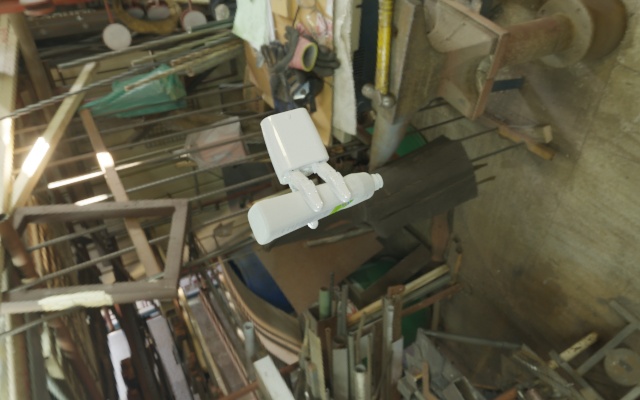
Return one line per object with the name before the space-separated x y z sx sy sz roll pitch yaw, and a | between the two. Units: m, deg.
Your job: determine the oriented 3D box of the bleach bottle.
bleach bottle | 0.000 0.003 0.870 0.251 0.068 0.102 -19 -9 -23
